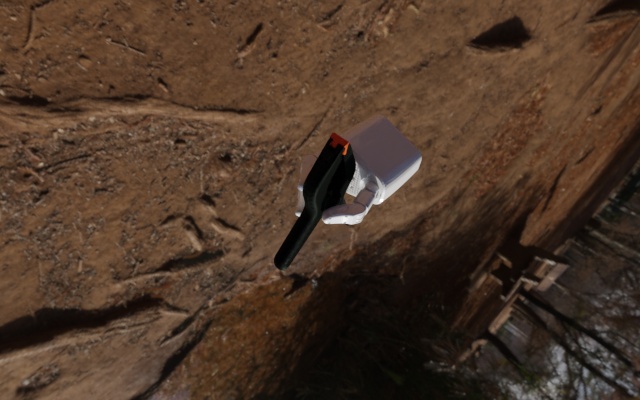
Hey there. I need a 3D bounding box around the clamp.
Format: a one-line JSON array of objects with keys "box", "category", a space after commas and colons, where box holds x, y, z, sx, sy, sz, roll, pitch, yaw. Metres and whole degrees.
[{"box": [0.001, 0.002, 0.673, 0.036, 0.210, 0.164, 36, 53, 24], "category": "clamp"}]
